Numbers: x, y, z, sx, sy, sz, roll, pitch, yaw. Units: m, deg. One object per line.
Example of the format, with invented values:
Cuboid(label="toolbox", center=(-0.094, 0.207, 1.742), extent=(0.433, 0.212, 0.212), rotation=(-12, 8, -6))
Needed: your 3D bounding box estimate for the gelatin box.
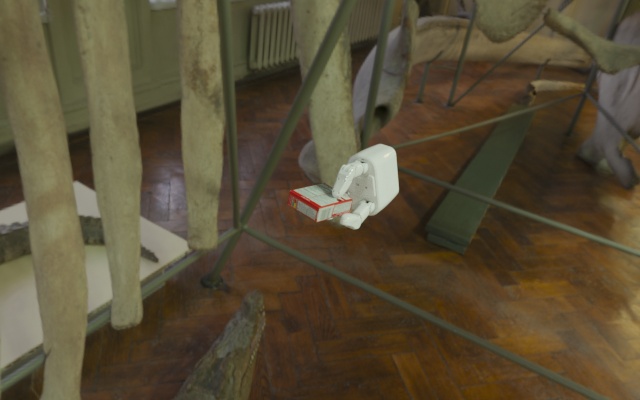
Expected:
Cuboid(label="gelatin box", center=(0.000, 0.002, 0.821), extent=(0.073, 0.030, 0.089), rotation=(30, 29, 35))
